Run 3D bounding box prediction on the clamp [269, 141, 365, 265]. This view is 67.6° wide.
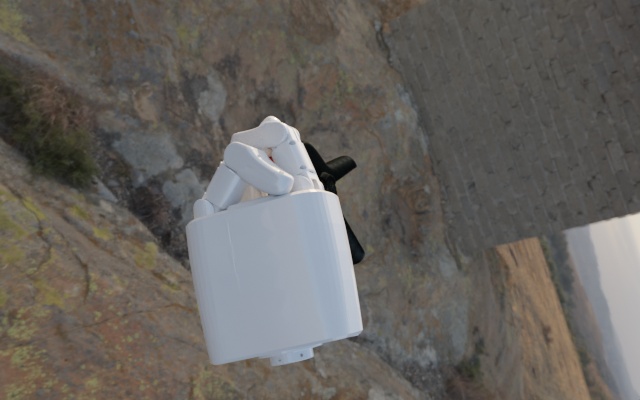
[{"bbox_3d":[0.001,0.001,0.457,0.039,0.120,0.171,-20,-16,27],"label":"clamp"}]
